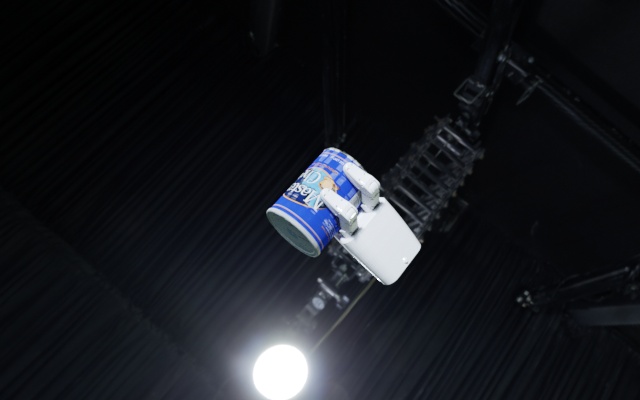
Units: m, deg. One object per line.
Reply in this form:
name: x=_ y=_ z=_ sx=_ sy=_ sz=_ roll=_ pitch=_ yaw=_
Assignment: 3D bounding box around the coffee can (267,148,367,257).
coffee can: x=0.000 y=0.002 z=0.744 sx=0.103 sy=0.140 sz=0.103 roll=36 pitch=-20 yaw=15
